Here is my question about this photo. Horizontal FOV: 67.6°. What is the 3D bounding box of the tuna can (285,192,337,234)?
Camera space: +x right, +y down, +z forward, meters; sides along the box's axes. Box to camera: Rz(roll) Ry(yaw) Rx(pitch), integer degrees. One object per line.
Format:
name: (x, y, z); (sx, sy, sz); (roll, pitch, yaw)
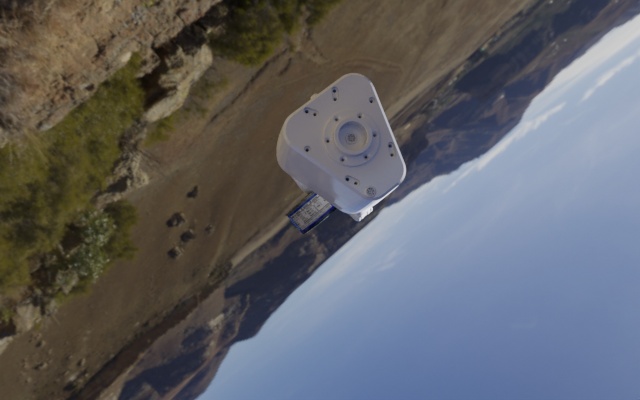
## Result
tuna can: (0.000, 0.002, 0.584); (0.086, 0.034, 0.086); (-41, 2, 2)
